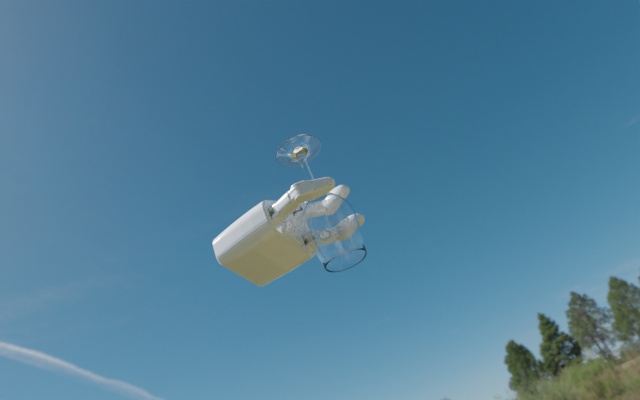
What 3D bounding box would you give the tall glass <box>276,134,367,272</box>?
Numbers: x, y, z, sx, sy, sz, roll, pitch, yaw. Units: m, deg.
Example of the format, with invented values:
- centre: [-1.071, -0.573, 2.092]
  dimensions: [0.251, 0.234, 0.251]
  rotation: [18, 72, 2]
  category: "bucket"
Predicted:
- centre: [0.000, 0.002, 0.693]
  dimensions: [0.079, 0.201, 0.079]
  rotation: [-18, -30, -11]
  category: "tall glass"
